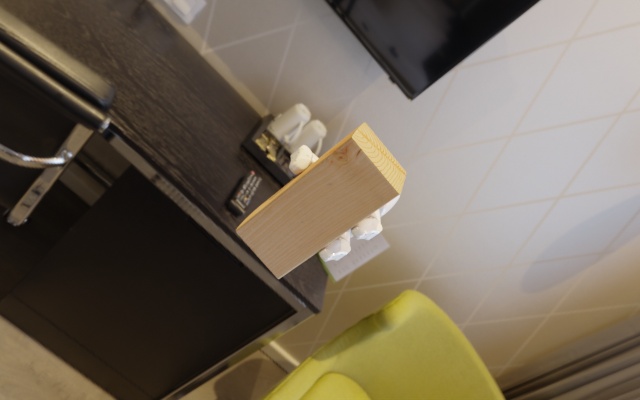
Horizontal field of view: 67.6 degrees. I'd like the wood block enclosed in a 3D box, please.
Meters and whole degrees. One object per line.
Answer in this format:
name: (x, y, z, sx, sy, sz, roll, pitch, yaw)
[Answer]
wood block: (0.000, 0.002, 0.629, 0.206, 0.091, 0.090, -37, 7, 25)
